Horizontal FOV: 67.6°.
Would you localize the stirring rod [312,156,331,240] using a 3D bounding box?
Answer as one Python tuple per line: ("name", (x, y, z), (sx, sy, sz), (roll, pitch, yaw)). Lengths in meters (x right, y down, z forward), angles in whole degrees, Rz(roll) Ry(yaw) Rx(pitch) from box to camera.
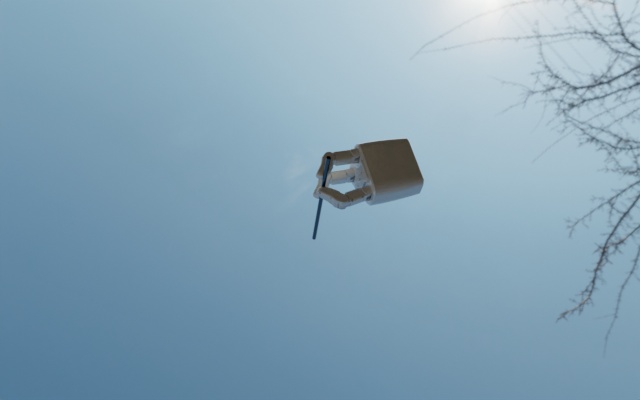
("stirring rod", (0.000, 0.003, 0.897), (0.011, 0.011, 0.240), (0, -39, -8))
